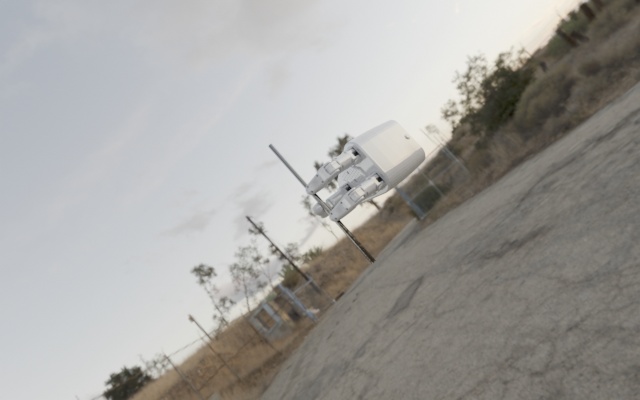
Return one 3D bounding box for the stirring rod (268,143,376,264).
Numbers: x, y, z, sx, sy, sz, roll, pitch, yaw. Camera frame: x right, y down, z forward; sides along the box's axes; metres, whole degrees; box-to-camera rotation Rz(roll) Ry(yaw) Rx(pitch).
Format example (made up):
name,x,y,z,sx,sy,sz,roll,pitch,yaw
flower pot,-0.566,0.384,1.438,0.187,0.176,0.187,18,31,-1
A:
name,x,y,z,sx,sy,sz,roll,pitch,yaw
stirring rod,0.000,0.002,0.722,0.011,0.239,0.011,-40,-11,-9
